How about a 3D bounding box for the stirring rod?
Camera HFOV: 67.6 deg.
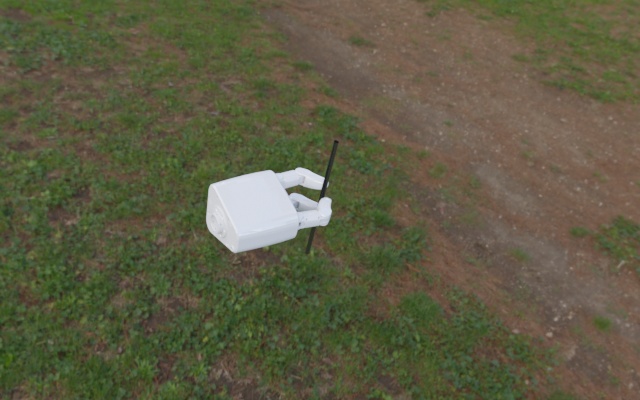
[{"bbox_3d":[0.000,0.003,0.813,0.011,0.240,0.011,10,36,-7],"label":"stirring rod"}]
